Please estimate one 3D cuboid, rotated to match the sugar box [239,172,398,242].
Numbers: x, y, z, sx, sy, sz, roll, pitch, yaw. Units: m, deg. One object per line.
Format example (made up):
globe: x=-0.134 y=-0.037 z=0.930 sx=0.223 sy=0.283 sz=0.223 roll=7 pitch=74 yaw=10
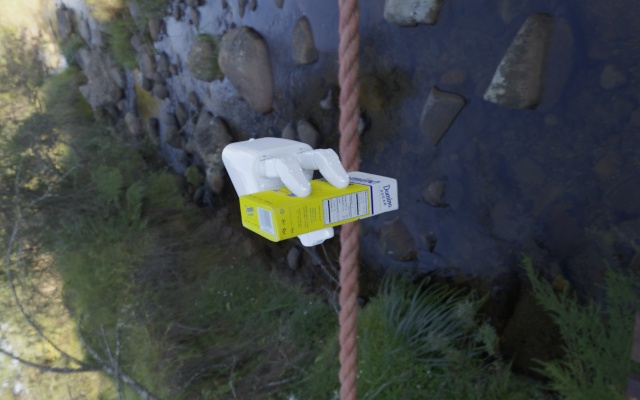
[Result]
sugar box: x=0.000 y=0.001 z=0.591 sx=0.176 sy=0.048 sz=0.093 roll=-16 pitch=19 yaw=-30
